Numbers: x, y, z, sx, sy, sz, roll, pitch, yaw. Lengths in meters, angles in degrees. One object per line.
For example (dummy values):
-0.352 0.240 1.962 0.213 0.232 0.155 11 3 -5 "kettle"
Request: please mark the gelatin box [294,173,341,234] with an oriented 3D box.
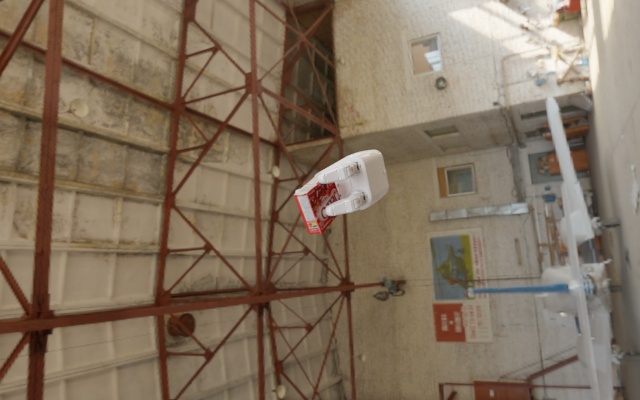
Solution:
0.000 0.003 0.788 0.030 0.073 0.089 -6 23 33 "gelatin box"
